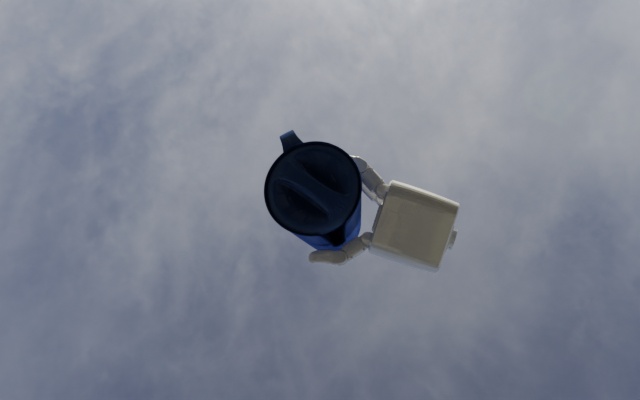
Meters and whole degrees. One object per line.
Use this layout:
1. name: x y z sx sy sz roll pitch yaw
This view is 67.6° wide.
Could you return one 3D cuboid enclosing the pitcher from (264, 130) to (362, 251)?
1. pitcher: 0.000 0.003 0.749 0.145 0.149 0.243 16 -12 11
